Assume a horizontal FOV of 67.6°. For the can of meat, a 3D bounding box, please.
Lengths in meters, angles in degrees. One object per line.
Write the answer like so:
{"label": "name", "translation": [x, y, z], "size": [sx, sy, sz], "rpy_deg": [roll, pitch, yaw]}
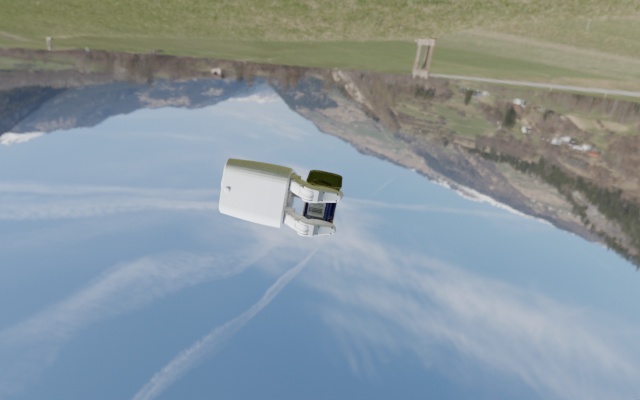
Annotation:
{"label": "can of meat", "translation": [0.000, 0.003, 0.790], "size": [0.057, 0.084, 0.102], "rpy_deg": [11, 16, 0]}
